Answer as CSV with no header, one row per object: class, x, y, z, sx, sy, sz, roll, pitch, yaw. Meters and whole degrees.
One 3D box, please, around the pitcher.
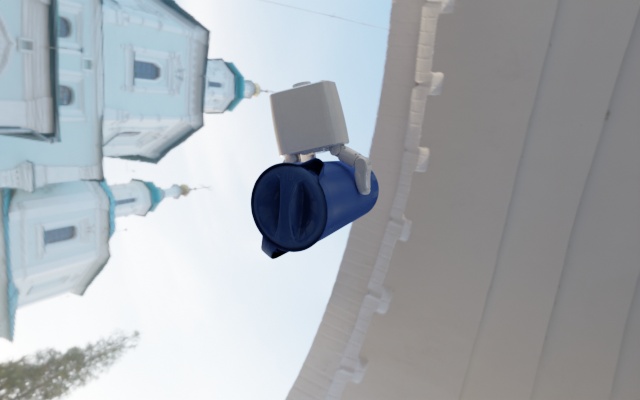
pitcher,0.000,0.002,0.797,0.149,0.145,0.243,-11,3,29
